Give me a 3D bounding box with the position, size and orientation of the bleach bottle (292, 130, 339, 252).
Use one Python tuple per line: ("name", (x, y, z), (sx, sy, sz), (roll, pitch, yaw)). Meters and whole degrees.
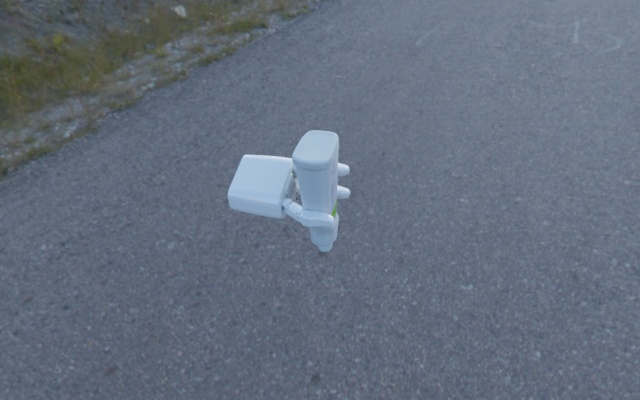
("bleach bottle", (0.000, 0.003, 0.872), (0.068, 0.251, 0.102), (8, 42, 14))
